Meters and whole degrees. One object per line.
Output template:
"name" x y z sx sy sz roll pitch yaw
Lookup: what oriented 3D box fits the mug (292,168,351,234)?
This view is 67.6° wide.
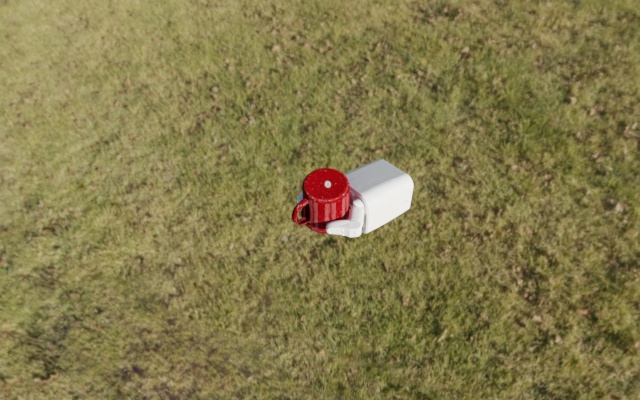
"mug" -0.001 0.003 0.831 0.117 0.082 0.093 -27 54 -20
